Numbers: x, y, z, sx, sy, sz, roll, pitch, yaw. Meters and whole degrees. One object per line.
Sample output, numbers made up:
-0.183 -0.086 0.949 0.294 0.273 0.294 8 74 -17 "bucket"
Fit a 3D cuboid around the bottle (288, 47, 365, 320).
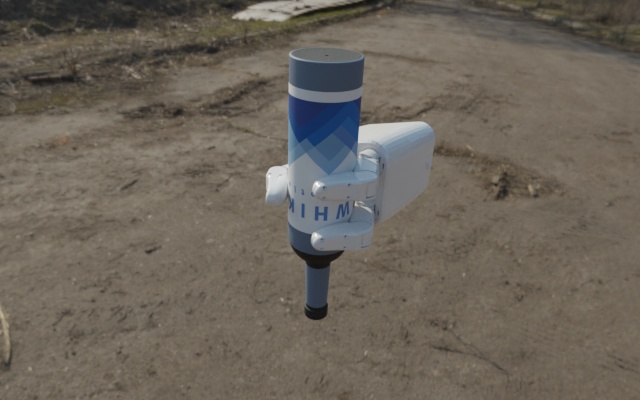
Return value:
0.000 0.001 0.488 0.069 0.296 0.069 2 28 -1 "bottle"
